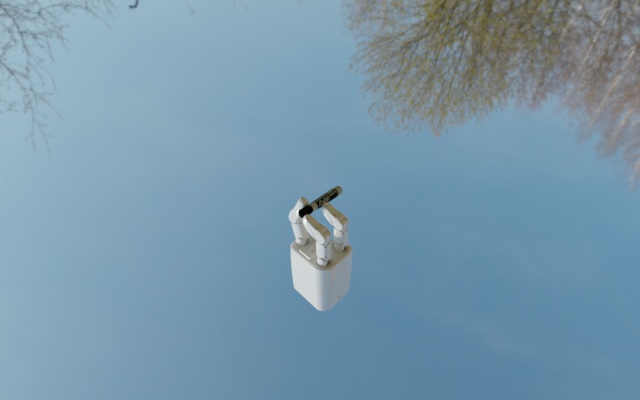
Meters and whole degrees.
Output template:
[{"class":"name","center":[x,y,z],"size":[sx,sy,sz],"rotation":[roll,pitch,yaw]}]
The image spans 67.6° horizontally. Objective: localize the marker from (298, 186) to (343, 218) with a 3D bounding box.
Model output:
[{"class":"marker","center":[0.000,0.003,0.896],"size":[0.020,0.020,0.121],"rotation":[0,23,41]}]
